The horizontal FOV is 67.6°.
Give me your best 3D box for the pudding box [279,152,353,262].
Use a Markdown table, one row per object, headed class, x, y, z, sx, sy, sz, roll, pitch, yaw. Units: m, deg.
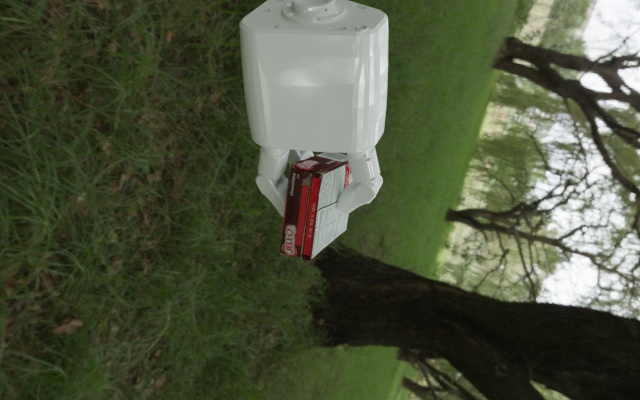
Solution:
| class | x | y | z | sx | sy | sz | roll | pitch | yaw |
| --- | --- | --- | --- | --- | --- | --- | --- | --- | --- |
| pudding box | 0.000 | 0.002 | 0.493 | 0.039 | 0.090 | 0.113 | 15 | 18 | 20 |
